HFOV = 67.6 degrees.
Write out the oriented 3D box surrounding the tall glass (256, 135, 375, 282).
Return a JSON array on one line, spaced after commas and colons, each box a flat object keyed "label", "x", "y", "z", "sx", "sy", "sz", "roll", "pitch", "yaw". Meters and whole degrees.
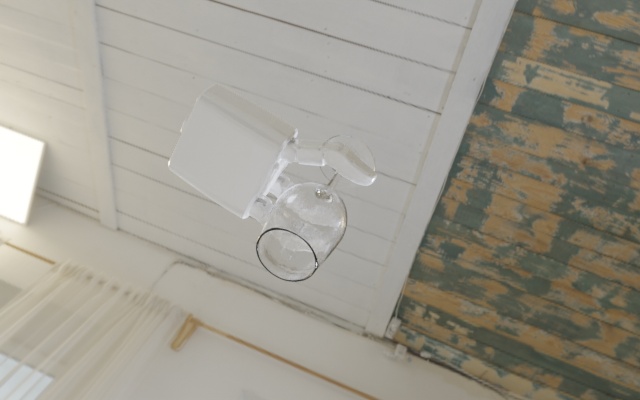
[{"label": "tall glass", "x": 0.000, "y": 0.001, "z": 0.521, "sx": 0.079, "sy": 0.079, "sz": 0.201, "roll": 0, "pitch": 30, "yaw": 22}]
